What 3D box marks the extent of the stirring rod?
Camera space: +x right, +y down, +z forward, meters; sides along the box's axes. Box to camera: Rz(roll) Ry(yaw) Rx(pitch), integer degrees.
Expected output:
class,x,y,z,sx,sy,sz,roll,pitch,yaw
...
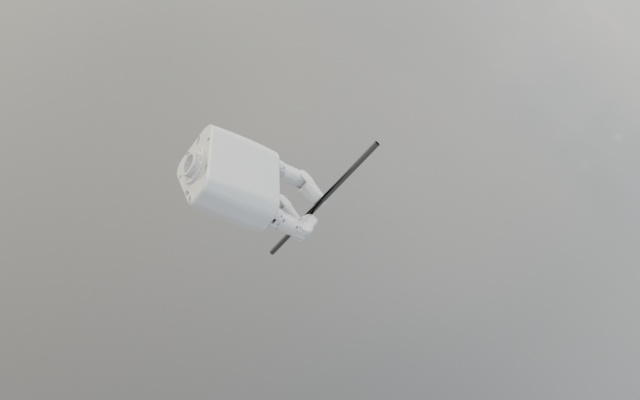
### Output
class,x,y,z,sx,sy,sz,roll,pitch,yaw
stirring rod,0.000,0.002,0.682,0.240,0.011,0.011,-46,-24,26
